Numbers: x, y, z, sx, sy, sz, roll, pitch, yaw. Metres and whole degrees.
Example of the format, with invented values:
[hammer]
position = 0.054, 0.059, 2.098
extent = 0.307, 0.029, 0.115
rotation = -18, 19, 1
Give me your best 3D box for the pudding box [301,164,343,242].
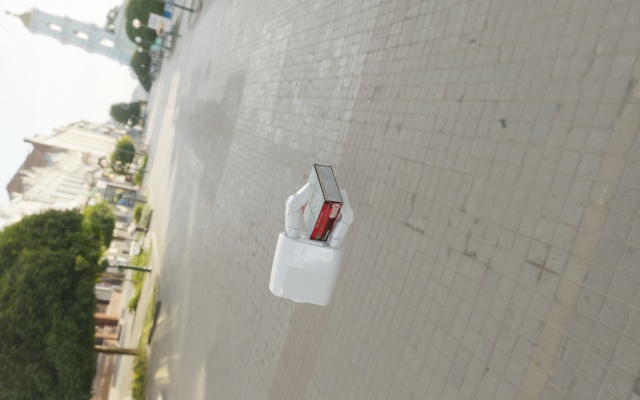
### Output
[pudding box]
position = 0.000, 0.003, 0.844
extent = 0.039, 0.090, 0.113
rotation = 8, 36, -21
